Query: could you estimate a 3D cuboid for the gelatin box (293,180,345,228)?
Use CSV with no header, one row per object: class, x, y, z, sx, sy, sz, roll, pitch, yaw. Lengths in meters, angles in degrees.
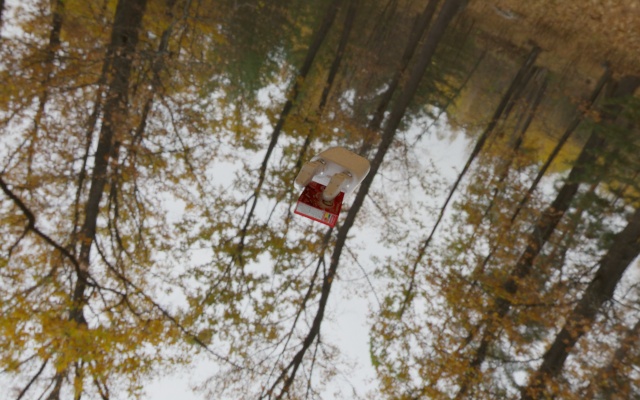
gelatin box,0.000,0.003,0.820,0.073,0.030,0.089,21,29,0
